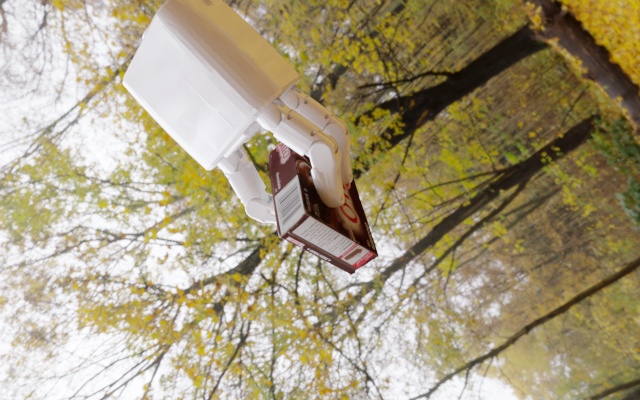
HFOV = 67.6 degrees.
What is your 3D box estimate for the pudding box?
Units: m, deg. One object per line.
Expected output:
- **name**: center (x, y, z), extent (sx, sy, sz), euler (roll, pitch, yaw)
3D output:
- **pudding box**: center (0.000, 0.001, 0.435), extent (0.090, 0.113, 0.039), euler (31, -58, -34)
